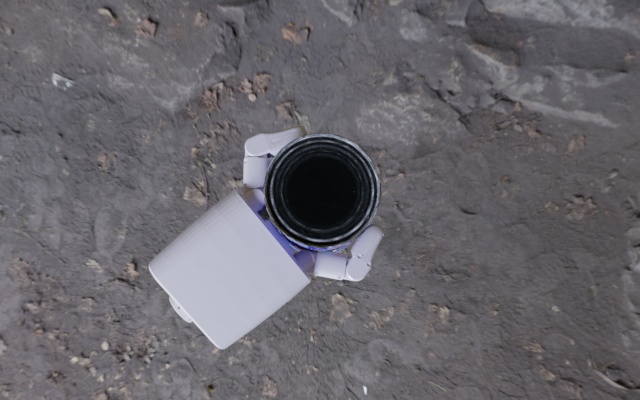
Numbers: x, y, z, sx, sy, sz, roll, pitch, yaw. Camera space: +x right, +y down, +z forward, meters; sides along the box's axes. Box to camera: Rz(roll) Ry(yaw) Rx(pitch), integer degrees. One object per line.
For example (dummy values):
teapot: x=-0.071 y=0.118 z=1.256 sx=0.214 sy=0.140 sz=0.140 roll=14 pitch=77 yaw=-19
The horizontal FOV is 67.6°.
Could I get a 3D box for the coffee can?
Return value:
coffee can: x=0.000 y=0.002 z=0.481 sx=0.103 sy=0.103 sz=0.140 roll=0 pitch=-9 yaw=-1
